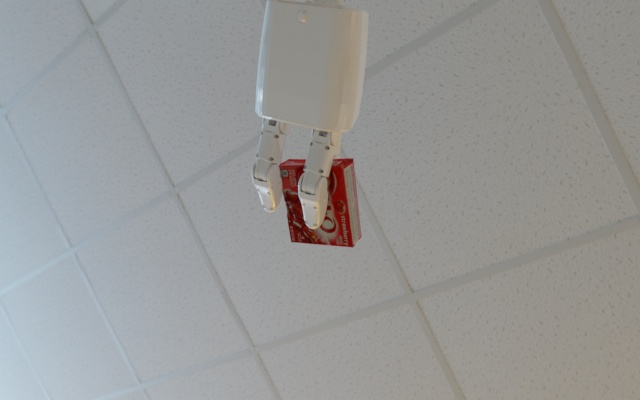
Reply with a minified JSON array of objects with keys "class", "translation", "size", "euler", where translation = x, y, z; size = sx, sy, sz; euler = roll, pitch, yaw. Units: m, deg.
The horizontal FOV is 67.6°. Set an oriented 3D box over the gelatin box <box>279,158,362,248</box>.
[{"class":"gelatin box","translation":[0.000,0.002,0.493],"size":[0.073,0.089,0.030],"euler":[2,22,26]}]
